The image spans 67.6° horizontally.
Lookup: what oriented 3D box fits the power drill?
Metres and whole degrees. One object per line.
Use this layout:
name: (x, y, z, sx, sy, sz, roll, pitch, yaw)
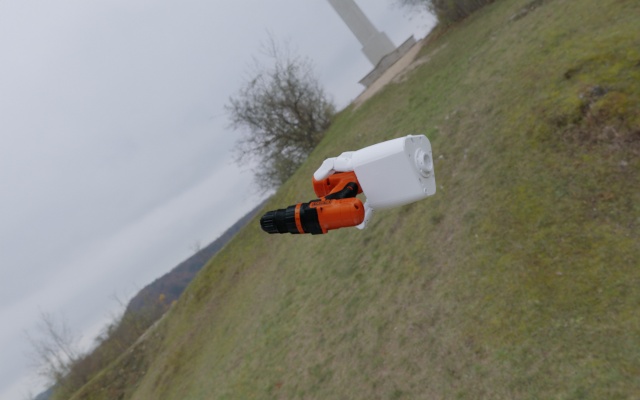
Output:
power drill: (0.000, 0.003, 0.862, 0.184, 0.057, 0.187, -6, 23, 18)
